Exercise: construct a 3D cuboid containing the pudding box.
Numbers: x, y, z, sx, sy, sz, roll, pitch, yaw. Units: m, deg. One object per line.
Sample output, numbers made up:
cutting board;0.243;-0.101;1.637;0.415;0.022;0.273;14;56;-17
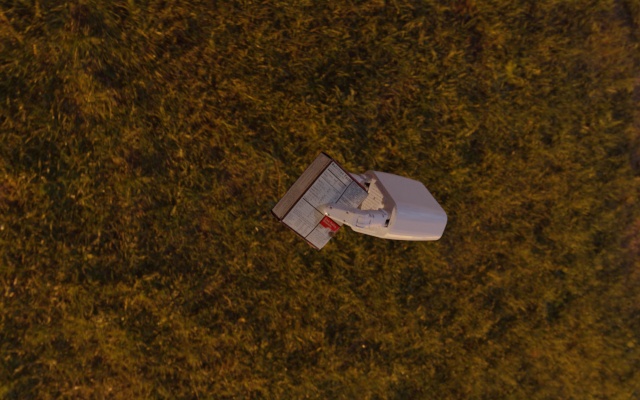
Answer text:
pudding box;0.000;0.002;0.665;0.090;0.113;0.039;41;-1;-36
